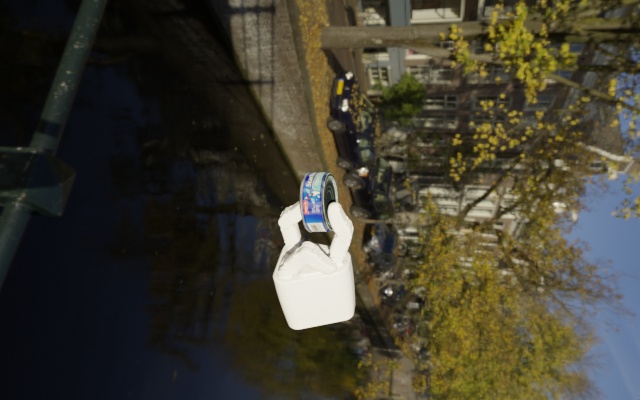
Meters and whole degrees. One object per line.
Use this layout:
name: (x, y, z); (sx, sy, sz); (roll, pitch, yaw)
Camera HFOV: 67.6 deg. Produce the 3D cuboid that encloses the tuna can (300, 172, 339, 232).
tuna can: (0.001, 0.002, 0.679); (0.034, 0.086, 0.086); (-2, -1, 17)
